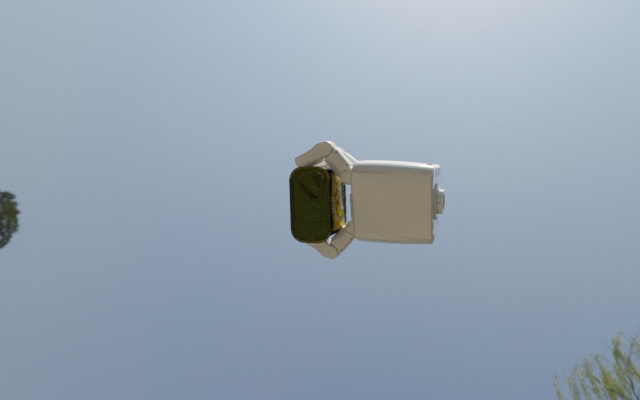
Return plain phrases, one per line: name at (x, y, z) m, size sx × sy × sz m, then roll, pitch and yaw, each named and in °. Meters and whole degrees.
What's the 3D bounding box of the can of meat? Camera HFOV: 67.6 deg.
can of meat at (0.000, 0.002, 0.664) m, size 0.057 × 0.102 × 0.084 m, roll 0°, pitch 5°, yaw 21°
